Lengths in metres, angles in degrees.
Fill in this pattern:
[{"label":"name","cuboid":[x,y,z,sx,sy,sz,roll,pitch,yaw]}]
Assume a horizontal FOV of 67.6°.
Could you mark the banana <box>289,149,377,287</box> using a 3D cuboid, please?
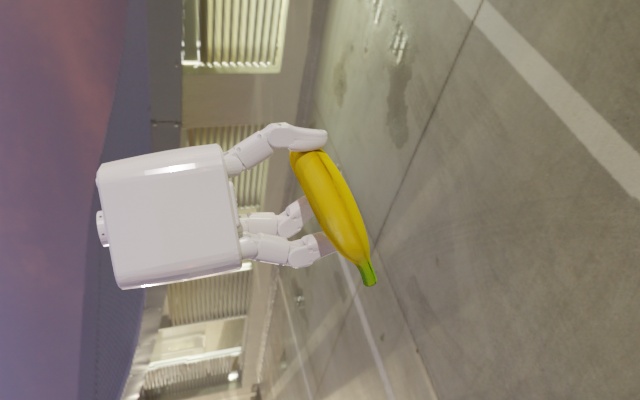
[{"label":"banana","cuboid":[0.000,-0.010,0.454,0.037,0.070,0.197,-15,45,-12]}]
